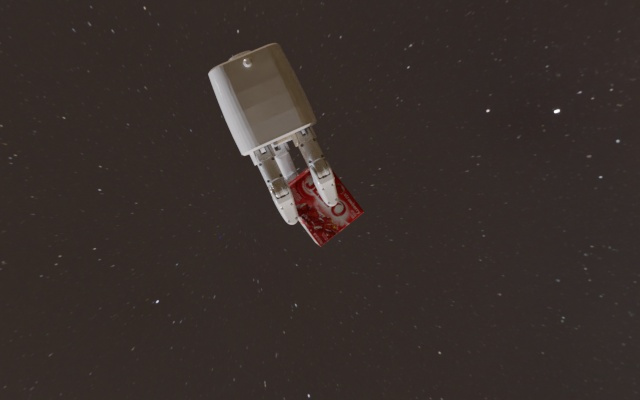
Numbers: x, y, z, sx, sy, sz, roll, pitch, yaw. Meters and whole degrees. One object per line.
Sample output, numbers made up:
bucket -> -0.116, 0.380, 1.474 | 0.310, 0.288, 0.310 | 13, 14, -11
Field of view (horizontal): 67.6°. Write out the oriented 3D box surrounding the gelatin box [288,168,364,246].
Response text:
gelatin box -> 0.000, 0.002, 0.615 | 0.073, 0.089, 0.030 | -38, 13, -6
